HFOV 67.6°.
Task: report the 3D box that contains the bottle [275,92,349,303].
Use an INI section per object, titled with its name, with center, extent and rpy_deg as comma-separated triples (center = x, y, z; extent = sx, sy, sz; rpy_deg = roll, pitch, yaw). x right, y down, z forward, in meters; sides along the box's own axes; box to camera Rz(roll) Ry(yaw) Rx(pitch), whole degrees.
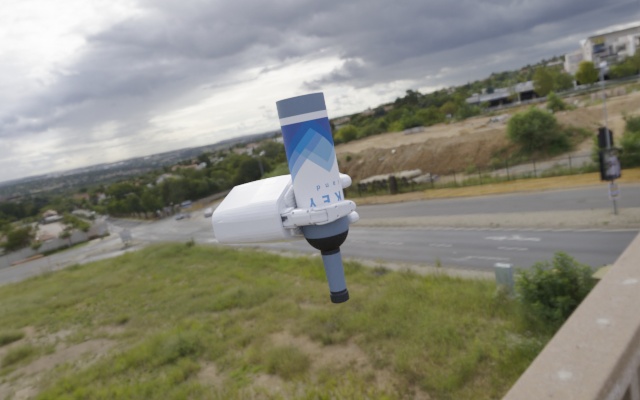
[bottle]
center = 0.000, 0.002, 0.669
extent = 0.069, 0.296, 0.069
rpy_deg = -11, 10, 2
